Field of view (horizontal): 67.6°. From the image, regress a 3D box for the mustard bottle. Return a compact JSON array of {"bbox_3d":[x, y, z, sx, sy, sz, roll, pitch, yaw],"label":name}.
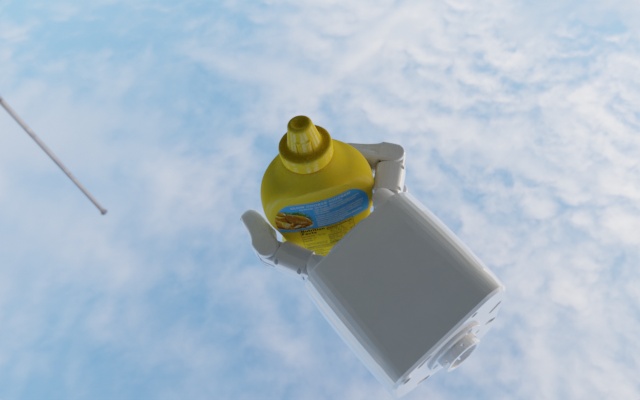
[{"bbox_3d":[0.000,0.001,0.414,0.096,0.058,0.192,-14,-37,1],"label":"mustard bottle"}]
